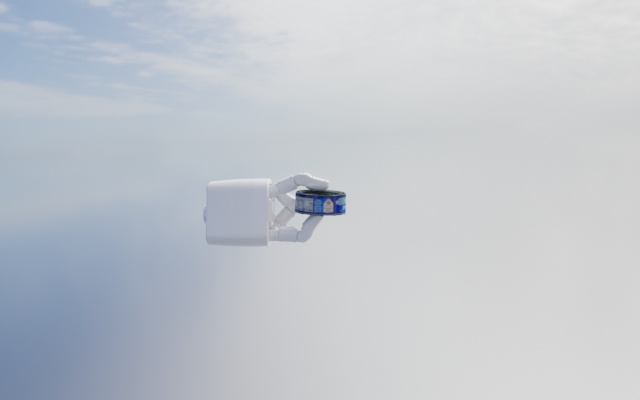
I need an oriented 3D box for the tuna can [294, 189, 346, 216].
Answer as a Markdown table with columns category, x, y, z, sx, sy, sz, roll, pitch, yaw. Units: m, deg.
| category | x | y | z | sx | sy | sz | roll | pitch | yaw |
| --- | --- | --- | --- | --- | --- | --- | --- | --- | --- |
| tuna can | 0.000 | 0.002 | 0.790 | 0.086 | 0.034 | 0.086 | 2 | 8 | 0 |
